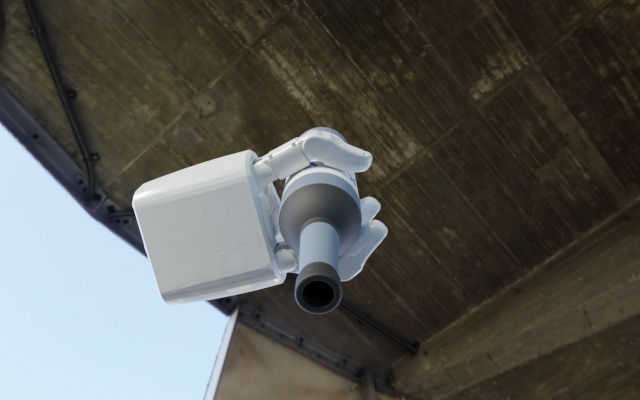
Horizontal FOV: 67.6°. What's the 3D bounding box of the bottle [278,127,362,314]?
[{"bbox_3d":[0.000,0.001,0.413,0.069,0.069,0.295,0,21,1],"label":"bottle"}]
